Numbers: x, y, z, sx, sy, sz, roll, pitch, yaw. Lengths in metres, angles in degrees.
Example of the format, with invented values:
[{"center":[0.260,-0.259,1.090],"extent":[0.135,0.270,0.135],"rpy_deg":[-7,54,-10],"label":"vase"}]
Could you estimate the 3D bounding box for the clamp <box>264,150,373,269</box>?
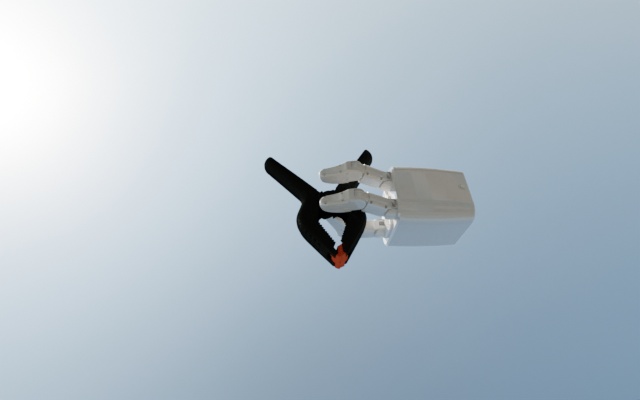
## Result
[{"center":[0.000,0.003,0.667],"extent":[0.164,0.209,0.036],"rpy_deg":[-1,-44,-2],"label":"clamp"}]
